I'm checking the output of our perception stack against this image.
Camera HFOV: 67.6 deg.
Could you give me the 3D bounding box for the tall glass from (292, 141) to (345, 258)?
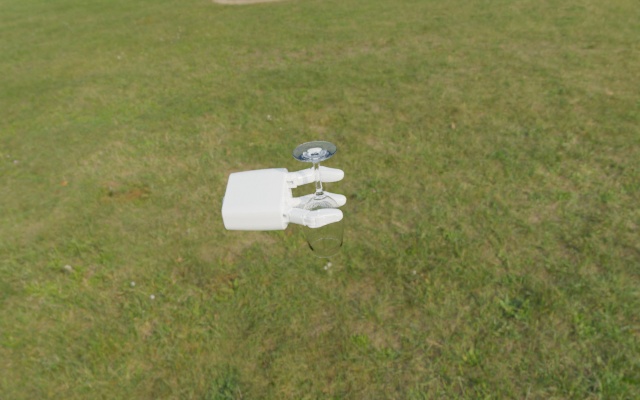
[{"bbox_3d":[0.000,0.002,0.836,0.079,0.201,0.079,-5,31,3],"label":"tall glass"}]
